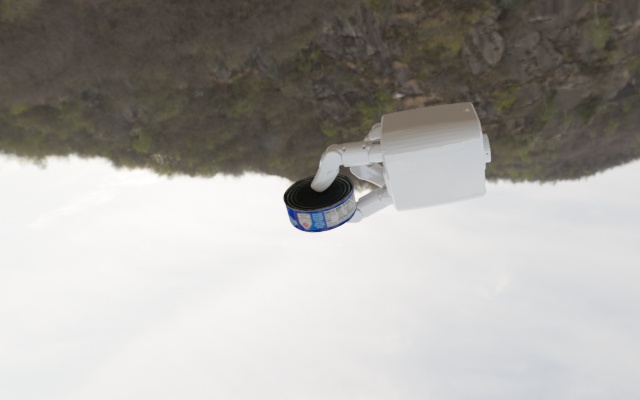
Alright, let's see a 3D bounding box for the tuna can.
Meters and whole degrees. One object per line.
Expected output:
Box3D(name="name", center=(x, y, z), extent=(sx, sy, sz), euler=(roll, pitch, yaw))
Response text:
Box3D(name="tuna can", center=(0.000, 0.002, 0.575), extent=(0.086, 0.034, 0.086), euler=(-10, 30, 6))
